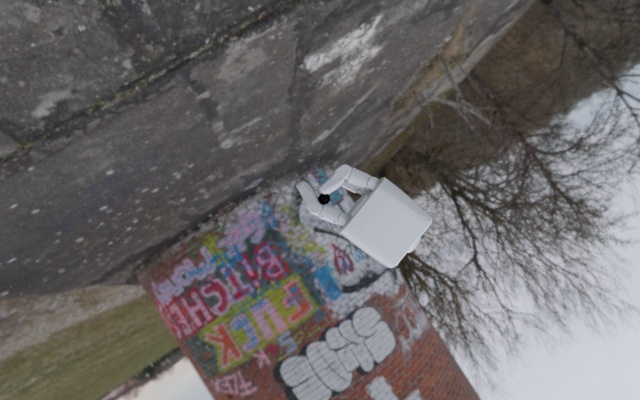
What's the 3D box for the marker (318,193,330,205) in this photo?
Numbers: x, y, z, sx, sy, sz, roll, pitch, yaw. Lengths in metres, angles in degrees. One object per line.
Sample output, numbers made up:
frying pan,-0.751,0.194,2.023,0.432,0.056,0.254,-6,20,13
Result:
marker,0.000,0.003,0.811,0.020,0.020,0.121,0,-7,-7
